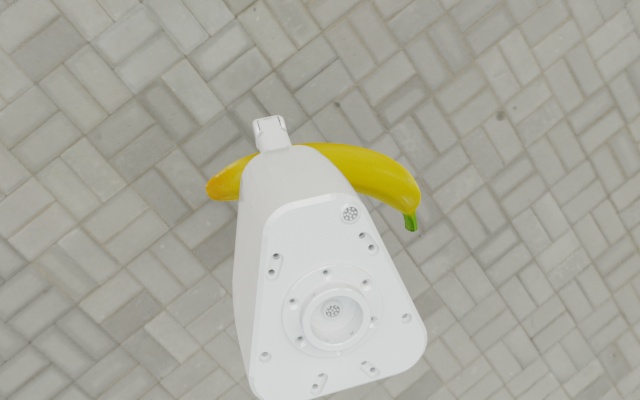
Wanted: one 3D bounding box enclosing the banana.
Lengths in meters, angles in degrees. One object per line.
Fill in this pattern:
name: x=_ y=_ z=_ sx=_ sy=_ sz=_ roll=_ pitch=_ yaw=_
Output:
banana: x=0.008 y=-0.015 z=0.400 sx=0.198 sy=0.070 sz=0.037 roll=11 pitch=17 yaw=-17
